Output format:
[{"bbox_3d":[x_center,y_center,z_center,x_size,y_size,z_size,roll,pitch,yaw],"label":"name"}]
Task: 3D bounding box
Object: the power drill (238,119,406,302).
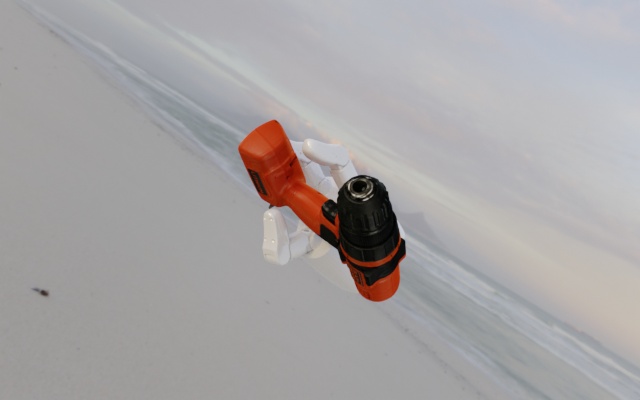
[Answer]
[{"bbox_3d":[0.000,0.001,0.454,0.187,0.057,0.185,43,-18,31],"label":"power drill"}]
